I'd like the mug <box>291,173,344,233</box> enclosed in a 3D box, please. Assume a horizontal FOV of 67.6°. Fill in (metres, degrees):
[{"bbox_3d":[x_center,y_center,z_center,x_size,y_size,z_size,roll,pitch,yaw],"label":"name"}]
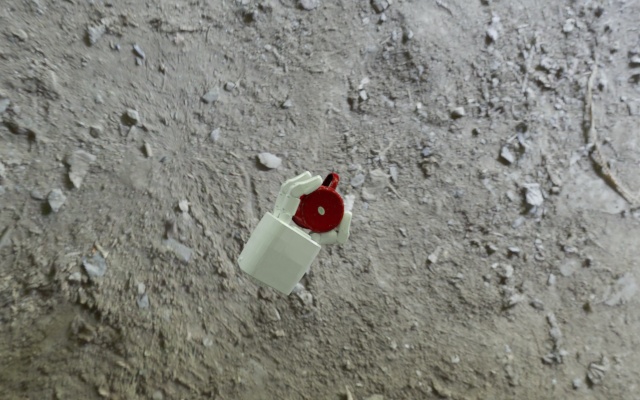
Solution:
[{"bbox_3d":[0.001,0.002,0.864,0.093,0.117,0.081,33,-3,-17],"label":"mug"}]
